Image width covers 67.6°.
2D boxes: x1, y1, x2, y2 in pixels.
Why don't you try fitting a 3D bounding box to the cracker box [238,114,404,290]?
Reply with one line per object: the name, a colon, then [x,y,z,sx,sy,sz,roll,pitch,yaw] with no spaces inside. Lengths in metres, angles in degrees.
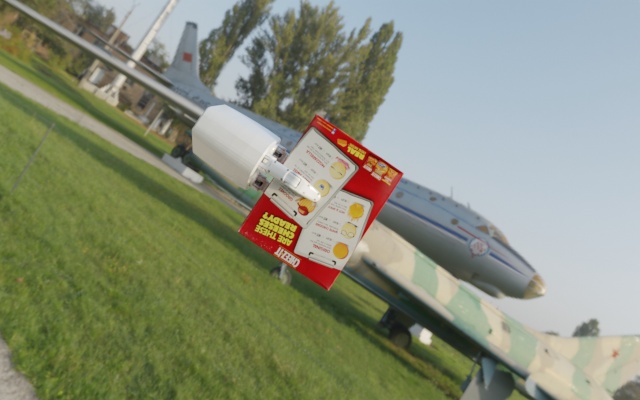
cracker box: [0.000,0.002,0.742,0.164,0.213,0.072,33,-3,-3]
